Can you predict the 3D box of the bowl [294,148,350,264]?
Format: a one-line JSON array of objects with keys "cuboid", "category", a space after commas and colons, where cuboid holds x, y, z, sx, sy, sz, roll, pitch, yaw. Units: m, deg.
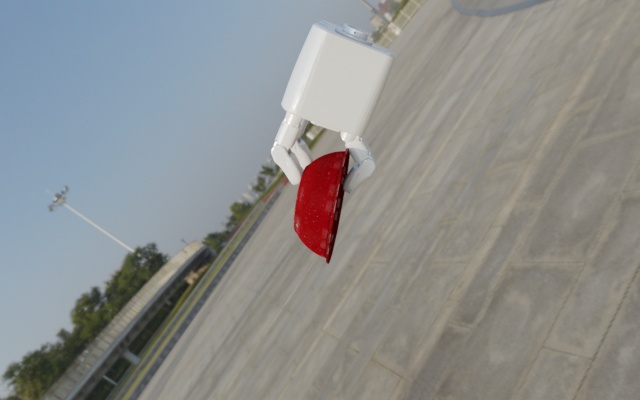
[{"cuboid": [-0.001, 0.003, 0.649, 0.055, 0.162, 0.162, 10, 1, 5], "category": "bowl"}]
